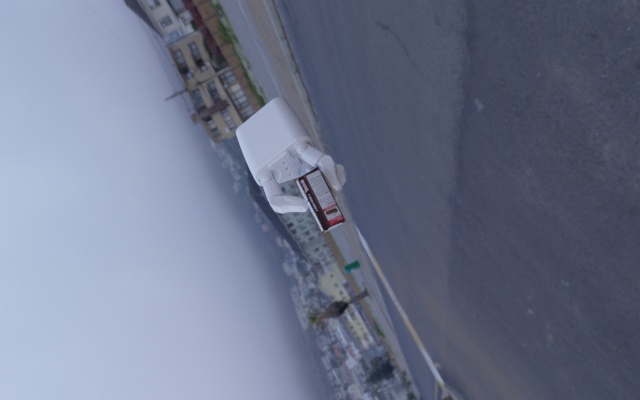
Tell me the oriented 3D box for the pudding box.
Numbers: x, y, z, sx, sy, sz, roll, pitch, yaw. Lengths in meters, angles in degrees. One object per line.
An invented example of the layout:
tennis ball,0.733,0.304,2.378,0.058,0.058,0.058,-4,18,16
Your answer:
pudding box,0.000,0.002,0.730,0.039,0.090,0.113,-28,-3,-1
